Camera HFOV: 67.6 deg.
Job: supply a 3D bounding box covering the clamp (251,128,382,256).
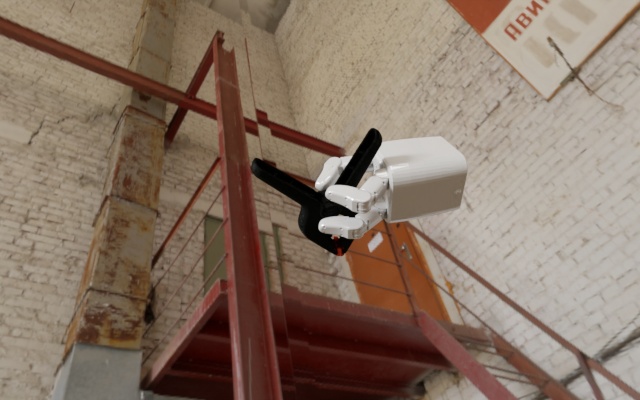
[{"bbox_3d":[0.000,0.002,0.647,0.164,0.210,0.036,-9,44,-5],"label":"clamp"}]
